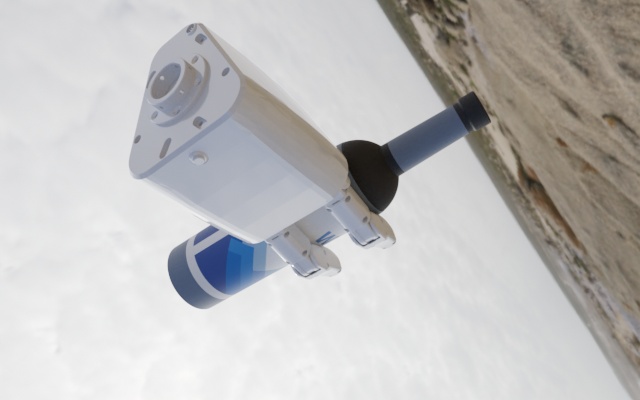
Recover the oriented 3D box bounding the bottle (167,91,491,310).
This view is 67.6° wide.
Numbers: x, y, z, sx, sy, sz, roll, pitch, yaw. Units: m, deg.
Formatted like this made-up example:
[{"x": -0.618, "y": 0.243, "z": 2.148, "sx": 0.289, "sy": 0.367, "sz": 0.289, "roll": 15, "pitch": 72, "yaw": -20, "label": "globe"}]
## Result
[{"x": 0.000, "y": 0.001, "z": 0.401, "sx": 0.296, "sy": 0.069, "sz": 0.069, "roll": -31, "pitch": -11, "yaw": 20, "label": "bottle"}]
